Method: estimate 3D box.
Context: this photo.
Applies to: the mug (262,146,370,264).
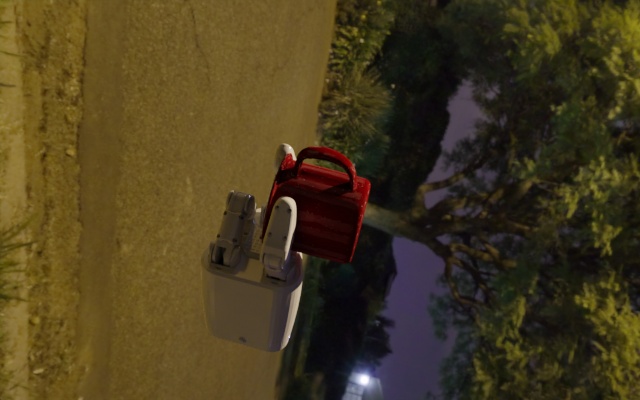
[{"bbox_3d":[0.000,0.000,0.436,0.081,0.117,0.093,14,40,4],"label":"mug"}]
